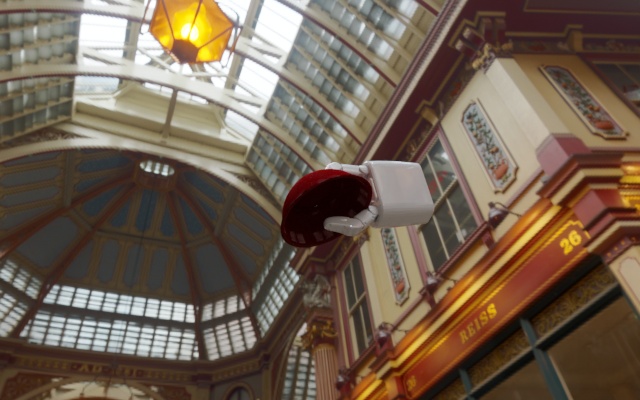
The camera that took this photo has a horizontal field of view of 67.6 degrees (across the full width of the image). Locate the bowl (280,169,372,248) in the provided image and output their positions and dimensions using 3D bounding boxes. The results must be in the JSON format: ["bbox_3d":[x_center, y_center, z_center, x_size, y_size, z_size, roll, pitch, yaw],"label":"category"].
[{"bbox_3d":[-0.001,0.002,0.762,0.162,0.162,0.055,0,44,-39],"label":"bowl"}]
